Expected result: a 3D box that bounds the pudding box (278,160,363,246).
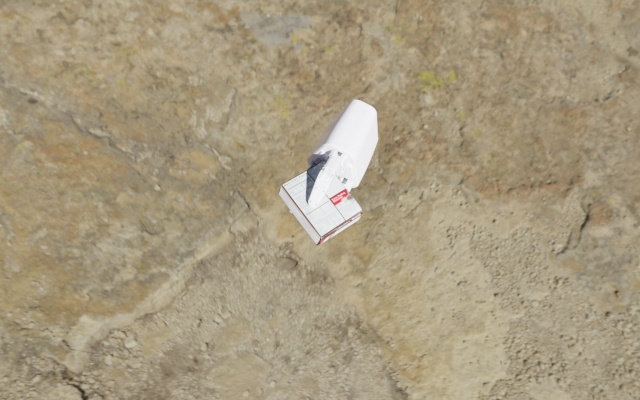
[{"bbox_3d":[0.000,0.002,0.768,0.090,0.113,0.039,-32,-17,-22],"label":"pudding box"}]
